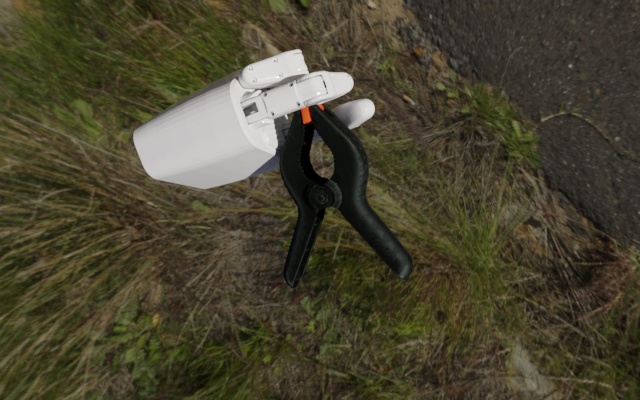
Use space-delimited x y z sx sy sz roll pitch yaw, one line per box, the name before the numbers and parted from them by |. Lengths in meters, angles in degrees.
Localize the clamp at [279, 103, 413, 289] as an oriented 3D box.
clamp | 0.000 0.001 0.420 0.120 0.171 0.039 -19 4 17
